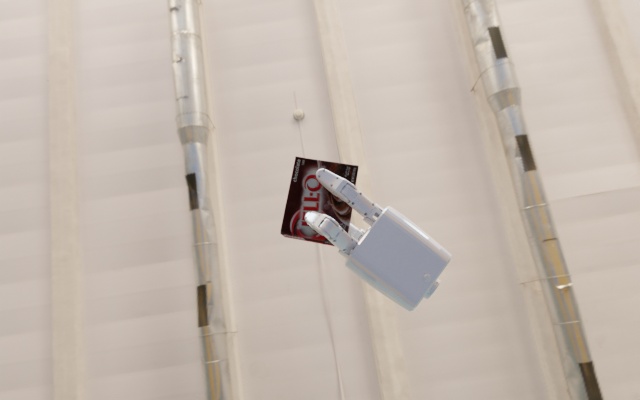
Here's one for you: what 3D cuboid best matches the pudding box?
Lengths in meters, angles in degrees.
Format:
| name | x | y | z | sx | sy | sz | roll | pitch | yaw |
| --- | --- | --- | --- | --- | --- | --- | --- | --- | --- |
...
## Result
| name | x | y | z | sx | sy | sz | roll | pitch | yaw |
| --- | --- | --- | --- | --- | --- | --- | --- | --- | --- |
| pudding box | 0.000 | 0.002 | 0.659 | 0.090 | 0.113 | 0.039 | 9 | -13 | 6 |
